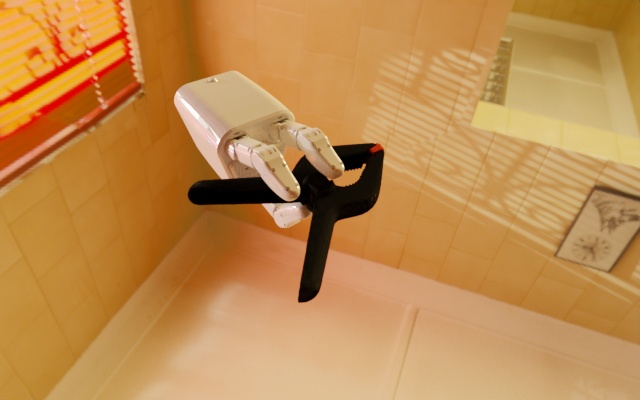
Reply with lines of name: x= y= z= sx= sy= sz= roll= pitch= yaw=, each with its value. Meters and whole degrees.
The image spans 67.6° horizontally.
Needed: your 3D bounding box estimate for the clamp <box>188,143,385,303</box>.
clamp: x=0.000 y=0.002 z=0.476 sx=0.210 sy=0.036 sz=0.164 roll=-26 pitch=57 yaw=-31
